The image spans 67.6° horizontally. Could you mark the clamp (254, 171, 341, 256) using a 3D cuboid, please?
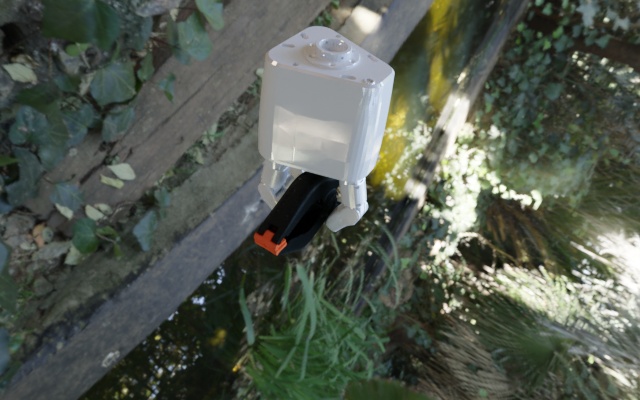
[{"bbox_3d":[0.001,0.002,0.541,0.036,0.165,0.210,27,47,19],"label":"clamp"}]
